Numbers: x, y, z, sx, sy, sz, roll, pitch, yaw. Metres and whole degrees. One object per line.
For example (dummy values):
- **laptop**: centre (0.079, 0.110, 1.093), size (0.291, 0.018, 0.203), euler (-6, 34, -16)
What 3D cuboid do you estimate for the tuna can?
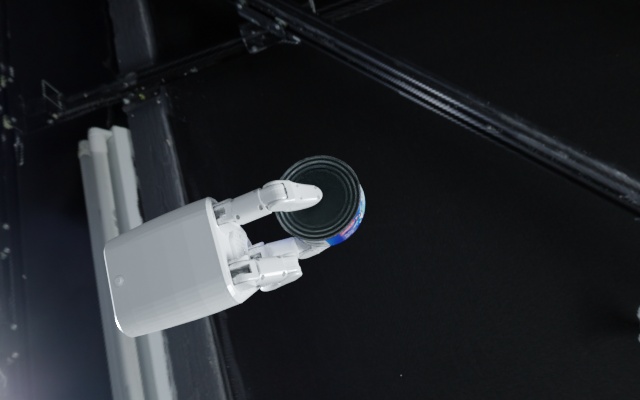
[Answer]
- **tuna can**: centre (0.000, 0.002, 0.468), size (0.086, 0.086, 0.034), euler (0, -18, 15)
